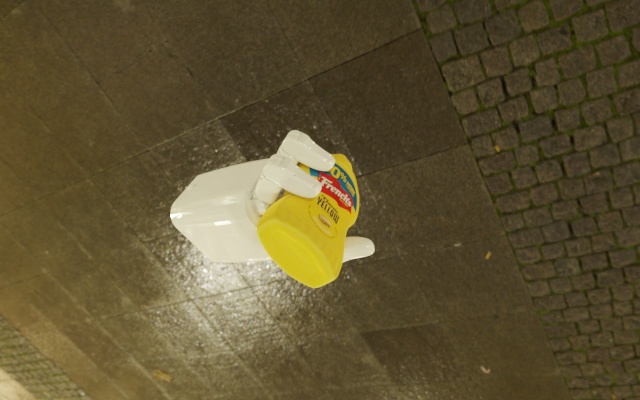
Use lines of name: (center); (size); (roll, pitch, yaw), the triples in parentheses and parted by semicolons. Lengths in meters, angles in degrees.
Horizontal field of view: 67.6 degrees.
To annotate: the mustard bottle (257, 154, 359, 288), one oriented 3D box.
mustard bottle: (0.000, 0.002, 0.546); (0.058, 0.096, 0.191); (-33, 19, 34)
